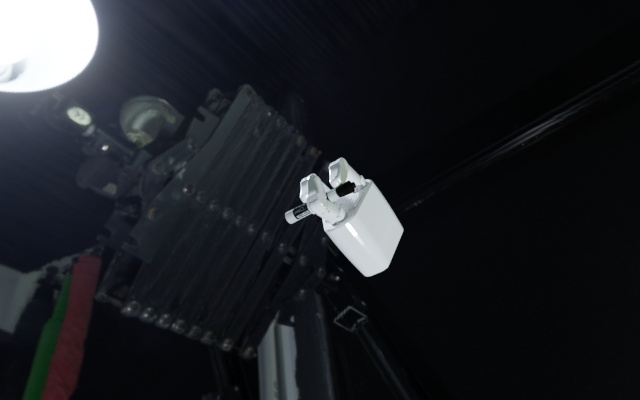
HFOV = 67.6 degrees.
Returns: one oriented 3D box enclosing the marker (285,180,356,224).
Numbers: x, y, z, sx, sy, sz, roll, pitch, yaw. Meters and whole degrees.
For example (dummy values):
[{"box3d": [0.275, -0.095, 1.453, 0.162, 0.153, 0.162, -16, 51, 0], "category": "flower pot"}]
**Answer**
[{"box3d": [0.000, 0.002, 0.697, 0.121, 0.020, 0.020, -27, -13, 27], "category": "marker"}]
